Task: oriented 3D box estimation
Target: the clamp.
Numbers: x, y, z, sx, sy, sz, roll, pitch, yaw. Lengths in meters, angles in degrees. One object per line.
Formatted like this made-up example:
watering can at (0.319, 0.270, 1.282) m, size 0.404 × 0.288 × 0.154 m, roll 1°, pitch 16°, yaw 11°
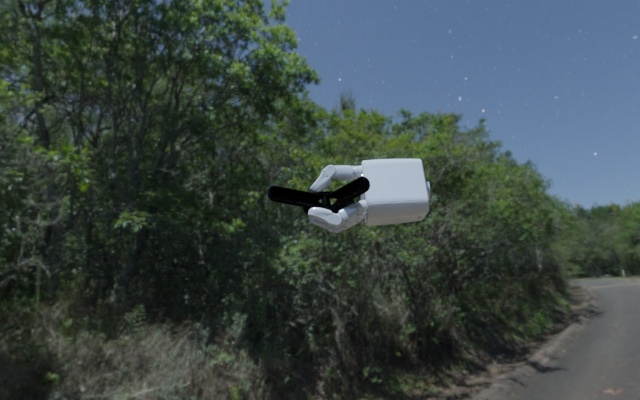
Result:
clamp at (0.000, 0.002, 0.843) m, size 0.164 × 0.036 × 0.210 m, roll -3°, pitch -15°, yaw 2°
